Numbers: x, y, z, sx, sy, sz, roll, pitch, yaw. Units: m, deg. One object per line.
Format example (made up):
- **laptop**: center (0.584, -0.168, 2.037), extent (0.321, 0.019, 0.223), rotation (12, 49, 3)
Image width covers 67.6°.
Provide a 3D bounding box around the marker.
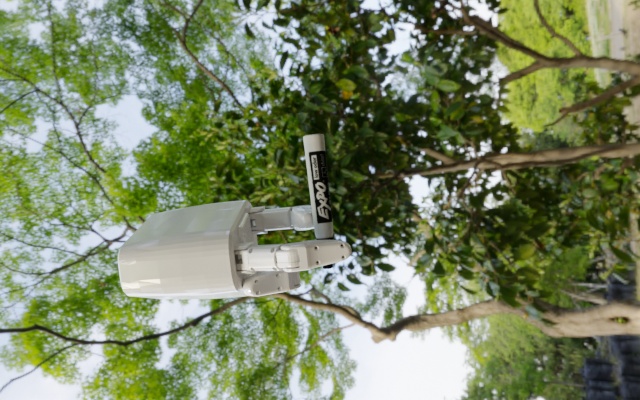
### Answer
- **marker**: center (0.000, 0.001, 0.431), extent (0.020, 0.121, 0.020), rotation (-6, 2, 0)
